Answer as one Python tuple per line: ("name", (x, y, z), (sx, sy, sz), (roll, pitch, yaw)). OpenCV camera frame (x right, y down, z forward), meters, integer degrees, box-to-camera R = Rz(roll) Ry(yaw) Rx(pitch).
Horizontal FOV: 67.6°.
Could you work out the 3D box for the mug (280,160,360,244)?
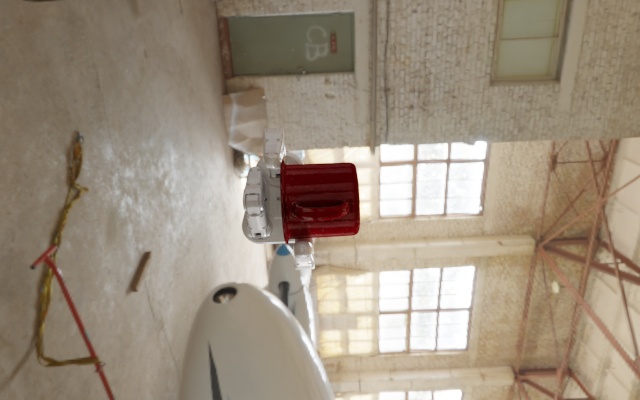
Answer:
("mug", (0.000, 0.002, 0.514), (0.081, 0.093, 0.117), (-3, 9, 0))
